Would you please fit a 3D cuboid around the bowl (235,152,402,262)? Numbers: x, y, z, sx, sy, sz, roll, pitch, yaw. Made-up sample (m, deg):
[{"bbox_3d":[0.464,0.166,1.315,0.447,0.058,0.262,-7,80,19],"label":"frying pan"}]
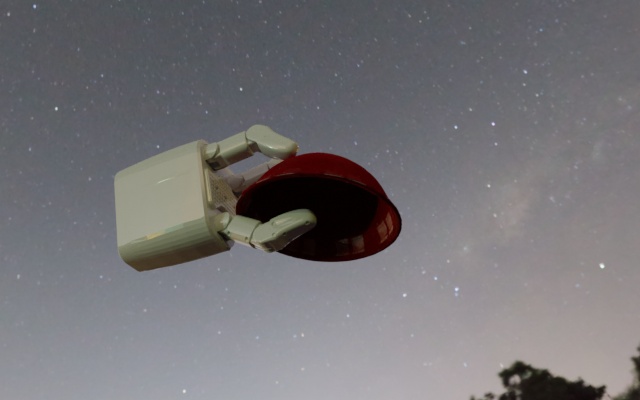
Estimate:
[{"bbox_3d":[0.001,0.001,0.478,0.162,0.055,0.162,5,-34,3],"label":"bowl"}]
